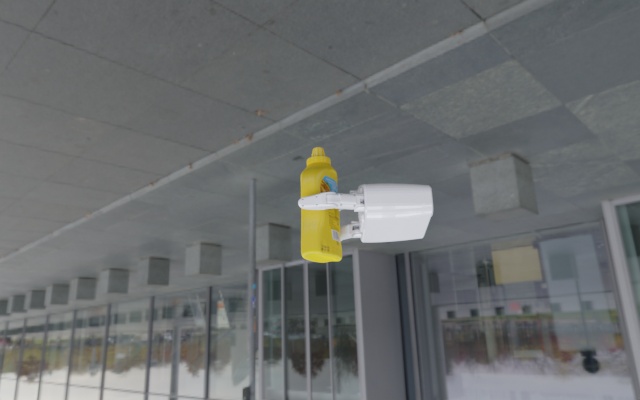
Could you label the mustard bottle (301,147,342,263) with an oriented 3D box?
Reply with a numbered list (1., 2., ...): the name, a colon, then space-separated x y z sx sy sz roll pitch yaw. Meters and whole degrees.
1. mustard bottle: 0.000 0.003 0.794 0.058 0.191 0.096 -9 -17 23
